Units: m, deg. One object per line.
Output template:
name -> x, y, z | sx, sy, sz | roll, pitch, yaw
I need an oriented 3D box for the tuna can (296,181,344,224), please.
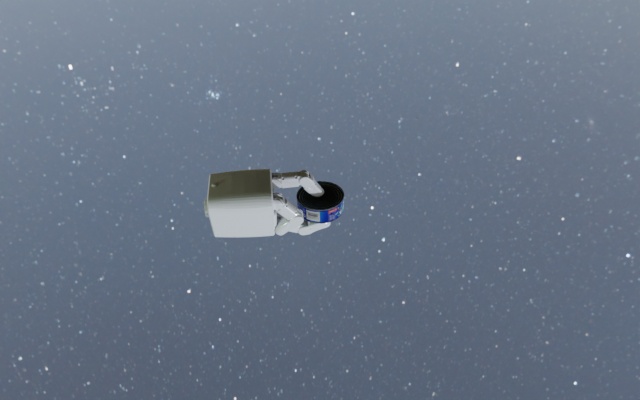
tuna can -> 0.000, 0.003, 0.863 | 0.086, 0.034, 0.086 | -1, 38, 1
